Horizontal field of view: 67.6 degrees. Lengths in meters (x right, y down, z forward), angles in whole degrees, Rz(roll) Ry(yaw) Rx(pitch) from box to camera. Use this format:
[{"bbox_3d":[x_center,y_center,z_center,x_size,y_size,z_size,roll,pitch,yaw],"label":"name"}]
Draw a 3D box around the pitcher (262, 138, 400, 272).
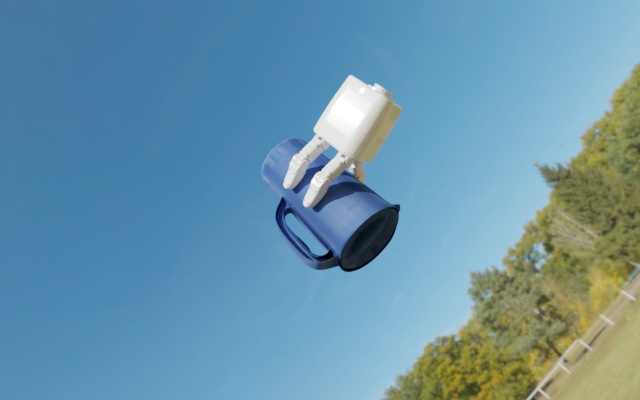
[{"bbox_3d":[0.000,0.003,0.811,0.242,0.145,0.149,42,19,31],"label":"pitcher"}]
